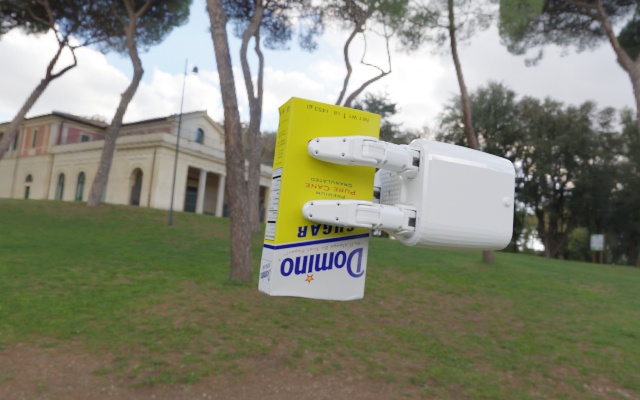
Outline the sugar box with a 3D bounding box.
[{"bbox_3d":[0.000,0.001,0.443,0.093,0.176,0.048,7,-7,-21],"label":"sugar box"}]
